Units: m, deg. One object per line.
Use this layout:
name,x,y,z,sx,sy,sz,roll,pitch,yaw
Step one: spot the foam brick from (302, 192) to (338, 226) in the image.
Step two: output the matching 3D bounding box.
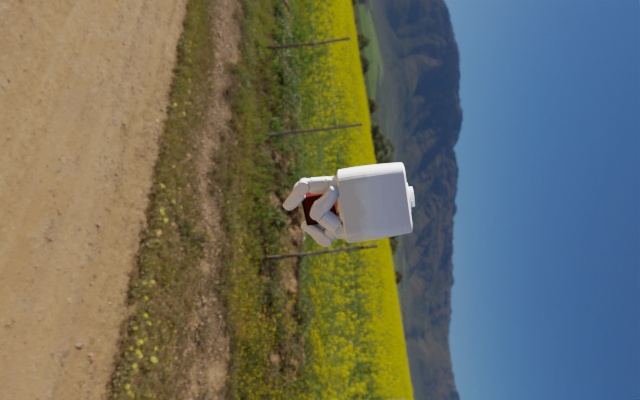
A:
foam brick,0.000,0.002,0.816,0.051,0.053,0.078,-9,20,7
